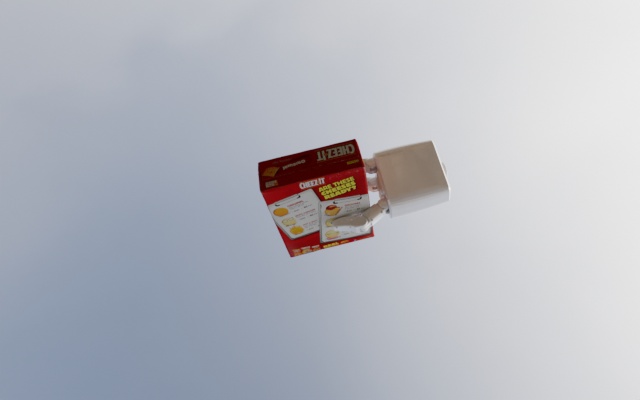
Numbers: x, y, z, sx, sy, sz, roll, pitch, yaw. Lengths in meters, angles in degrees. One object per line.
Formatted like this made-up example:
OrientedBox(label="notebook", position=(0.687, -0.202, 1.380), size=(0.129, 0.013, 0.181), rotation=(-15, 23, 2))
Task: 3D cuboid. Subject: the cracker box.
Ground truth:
OrientedBox(label="cracker box", position=(0.000, 0.003, 0.817), size=(0.164, 0.072, 0.214), rotation=(-14, -36, 2))
